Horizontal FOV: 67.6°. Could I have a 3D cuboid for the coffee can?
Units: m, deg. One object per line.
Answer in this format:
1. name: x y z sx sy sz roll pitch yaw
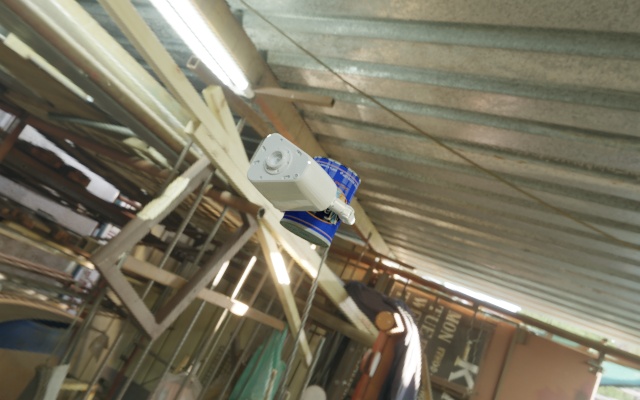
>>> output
1. coffee can: 0.000 0.003 0.892 0.103 0.140 0.103 25 -14 7
